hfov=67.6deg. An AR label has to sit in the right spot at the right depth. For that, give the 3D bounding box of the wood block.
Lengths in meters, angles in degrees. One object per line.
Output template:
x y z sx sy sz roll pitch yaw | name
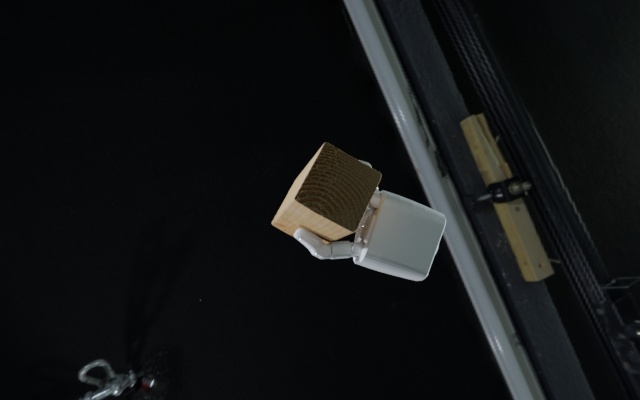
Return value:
0.000 0.003 0.700 0.090 0.090 0.206 29 -17 -6 | wood block
